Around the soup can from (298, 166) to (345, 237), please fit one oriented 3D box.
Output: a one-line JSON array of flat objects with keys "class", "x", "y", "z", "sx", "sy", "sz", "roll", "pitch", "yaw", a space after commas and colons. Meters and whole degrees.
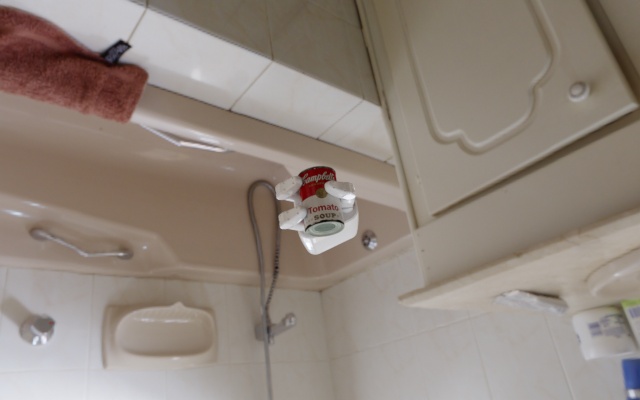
[{"class": "soup can", "x": 0.000, "y": 0.003, "z": 0.801, "sx": 0.068, "sy": 0.102, "sz": 0.068, "roll": -7, "pitch": -25, "yaw": -3}]
